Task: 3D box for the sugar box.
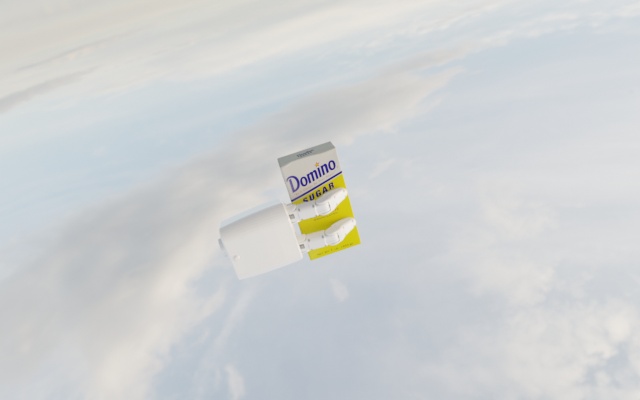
[{"bbox_3d":[0.000,0.003,0.773,0.093,0.176,0.048,-19,26,-4],"label":"sugar box"}]
